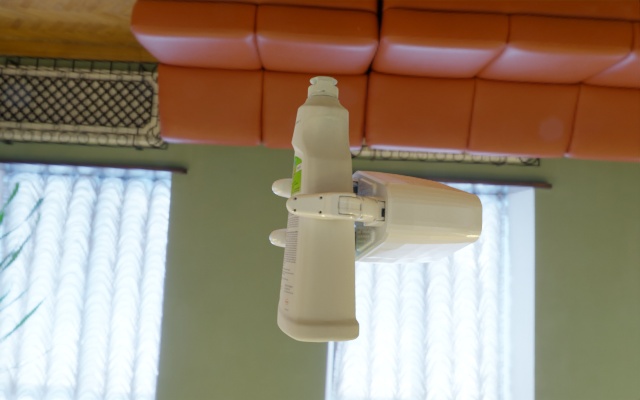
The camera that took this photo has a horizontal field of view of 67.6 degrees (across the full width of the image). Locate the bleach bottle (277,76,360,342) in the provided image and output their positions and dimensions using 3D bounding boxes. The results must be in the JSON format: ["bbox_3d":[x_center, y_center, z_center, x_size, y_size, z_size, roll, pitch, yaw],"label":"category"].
[{"bbox_3d":[0.000,0.002,0.468,0.068,0.251,0.102,4,-6,-17],"label":"bleach bottle"}]
